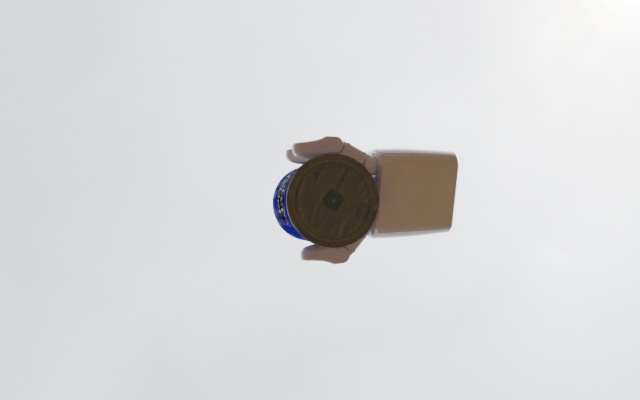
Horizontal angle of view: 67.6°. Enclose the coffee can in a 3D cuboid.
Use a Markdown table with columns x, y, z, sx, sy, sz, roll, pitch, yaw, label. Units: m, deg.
| x | y | z | sx | sy | sz | roll | pitch | yaw | label |
| --- | --- | --- | --- | --- | --- | --- | --- | --- | --- |
| 0.000 | 0.002 | 0.580 | 0.103 | 0.103 | 0.140 | 0 | -1 | -12 | coffee can |
